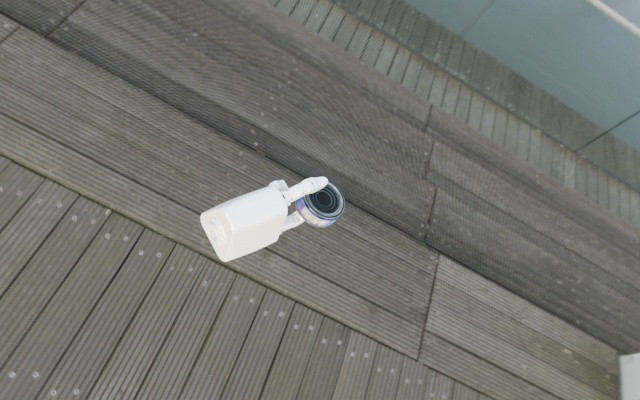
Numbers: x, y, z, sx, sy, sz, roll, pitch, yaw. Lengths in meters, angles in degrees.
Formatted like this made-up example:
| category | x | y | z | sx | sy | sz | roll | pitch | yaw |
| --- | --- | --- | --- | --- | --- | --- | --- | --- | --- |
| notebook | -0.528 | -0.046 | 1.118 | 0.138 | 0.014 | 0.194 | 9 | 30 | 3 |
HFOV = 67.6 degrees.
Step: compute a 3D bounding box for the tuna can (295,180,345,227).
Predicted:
| category | x | y | z | sx | sy | sz | roll | pitch | yaw |
| --- | --- | --- | --- | --- | --- | --- | --- | --- | --- |
| tuna can | 0.000 | 0.003 | 0.853 | 0.086 | 0.086 | 0.034 | 0 | -28 | -31 |
